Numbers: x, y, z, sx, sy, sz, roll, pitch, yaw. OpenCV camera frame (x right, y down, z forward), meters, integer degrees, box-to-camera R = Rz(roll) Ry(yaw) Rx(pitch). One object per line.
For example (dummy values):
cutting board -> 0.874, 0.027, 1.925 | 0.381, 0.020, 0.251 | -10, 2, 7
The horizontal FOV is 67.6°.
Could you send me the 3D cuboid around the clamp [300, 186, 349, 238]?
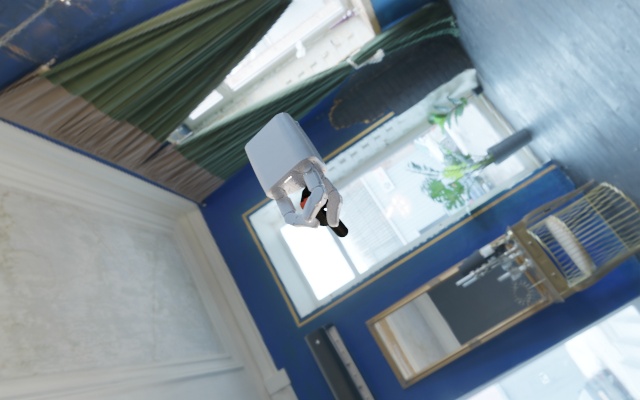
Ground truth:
clamp -> 0.000, 0.003, 0.875 | 0.039, 0.120, 0.171 | -32, -21, 9
